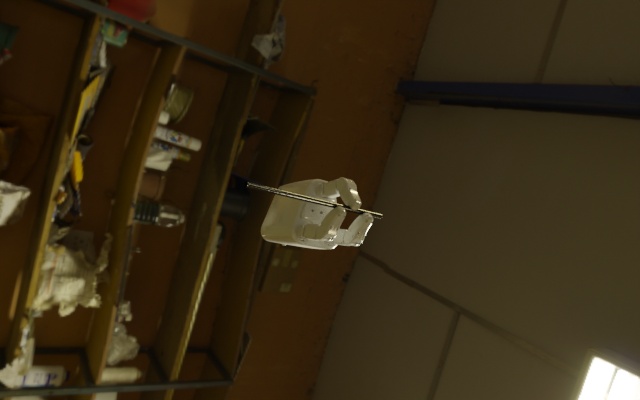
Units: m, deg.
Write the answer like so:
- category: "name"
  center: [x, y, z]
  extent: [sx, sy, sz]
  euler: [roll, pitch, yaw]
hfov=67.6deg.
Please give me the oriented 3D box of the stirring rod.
- category: "stirring rod"
  center: [0.000, 0.002, 0.675]
  extent: [0.239, 0.011, 0.011]
  euler: [14, -8, -36]
